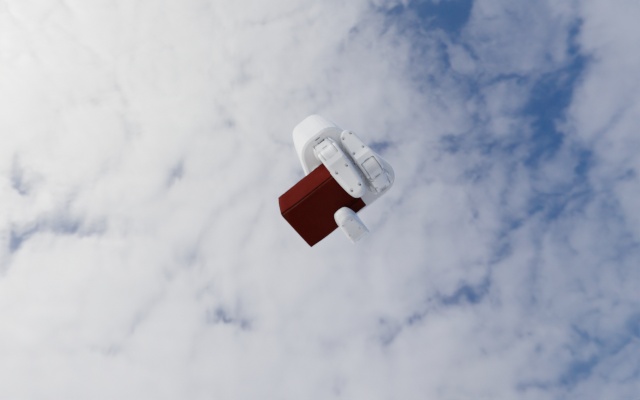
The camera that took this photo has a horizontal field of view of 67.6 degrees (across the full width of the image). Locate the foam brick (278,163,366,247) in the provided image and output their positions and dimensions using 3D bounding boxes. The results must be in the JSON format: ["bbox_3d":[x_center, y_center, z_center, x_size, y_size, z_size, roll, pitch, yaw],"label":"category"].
[{"bbox_3d":[0.000,0.002,0.521,0.078,0.053,0.051,-37,23,3],"label":"foam brick"}]
